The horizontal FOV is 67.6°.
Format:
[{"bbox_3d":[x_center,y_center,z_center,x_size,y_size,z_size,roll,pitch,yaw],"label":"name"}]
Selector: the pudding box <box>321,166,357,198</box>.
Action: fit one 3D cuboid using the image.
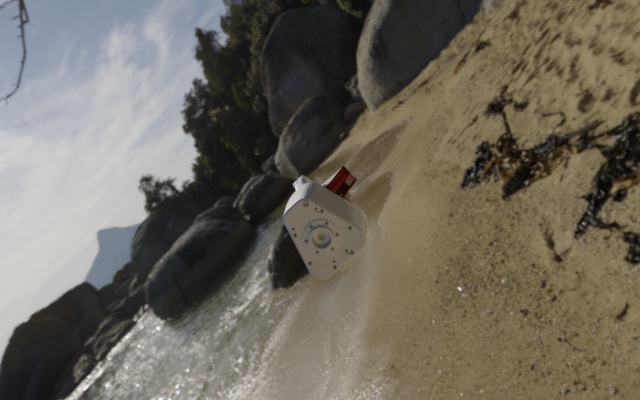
[{"bbox_3d":[0.000,0.002,0.788,0.113,0.039,0.090,-38,7,38],"label":"pudding box"}]
